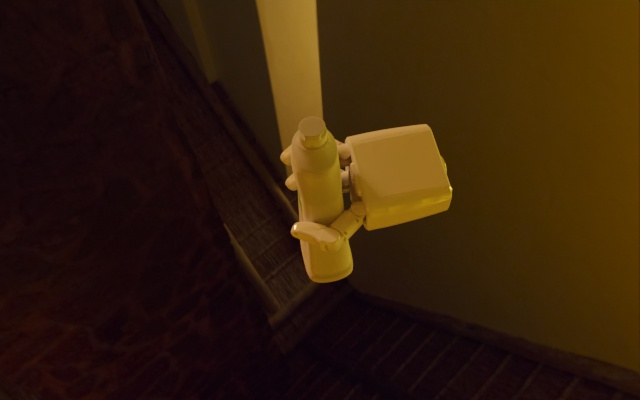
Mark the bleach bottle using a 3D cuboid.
[{"bbox_3d":[0.000,0.002,0.592,0.068,0.102,0.251,-12,-35,-5],"label":"bleach bottle"}]
